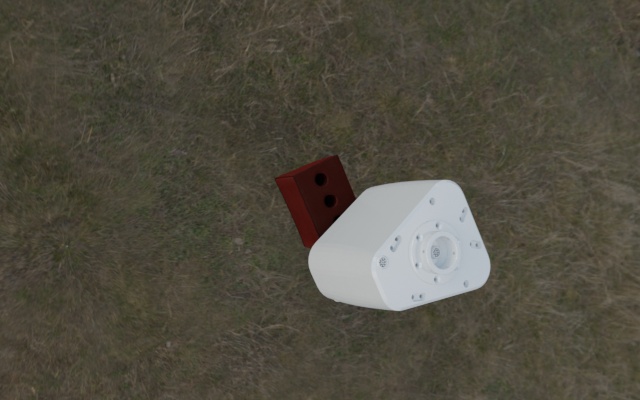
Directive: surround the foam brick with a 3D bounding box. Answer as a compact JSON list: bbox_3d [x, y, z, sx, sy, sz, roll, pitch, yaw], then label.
[{"bbox_3d":[0.000,0.001,0.466,0.053,0.078,0.051,-27,8,-22],"label":"foam brick"}]
